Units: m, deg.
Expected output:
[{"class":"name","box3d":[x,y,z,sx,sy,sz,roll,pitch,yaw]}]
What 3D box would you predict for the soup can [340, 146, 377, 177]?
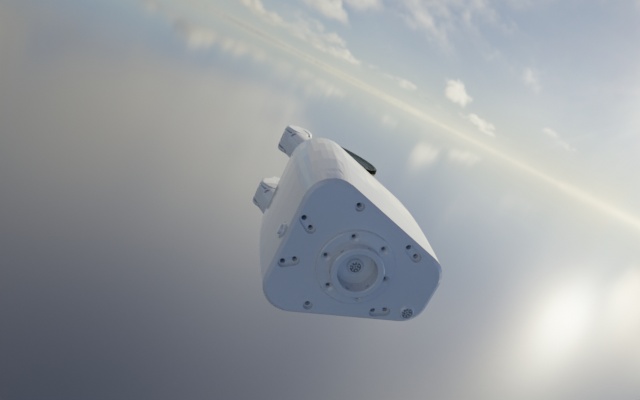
[{"class":"soup can","box3d":[0.000,0.001,0.447,0.068,0.102,0.068,25,15,-7]}]
